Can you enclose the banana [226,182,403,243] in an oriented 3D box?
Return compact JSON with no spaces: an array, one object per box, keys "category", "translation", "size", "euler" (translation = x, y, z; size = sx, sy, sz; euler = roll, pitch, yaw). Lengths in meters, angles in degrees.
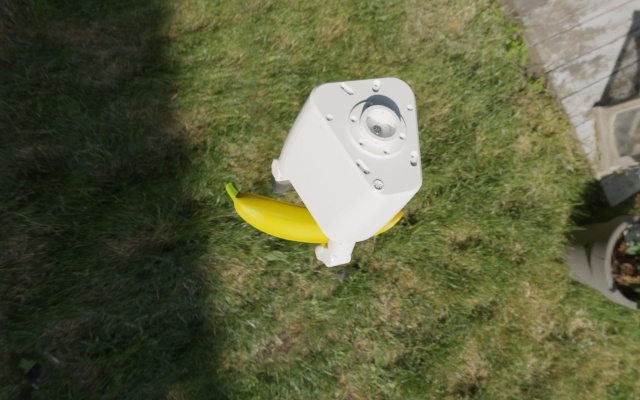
[{"category":"banana","translation":[-0.004,0.015,0.504],"size":[0.198,0.069,0.037],"euler":[9,-41,-8]}]
